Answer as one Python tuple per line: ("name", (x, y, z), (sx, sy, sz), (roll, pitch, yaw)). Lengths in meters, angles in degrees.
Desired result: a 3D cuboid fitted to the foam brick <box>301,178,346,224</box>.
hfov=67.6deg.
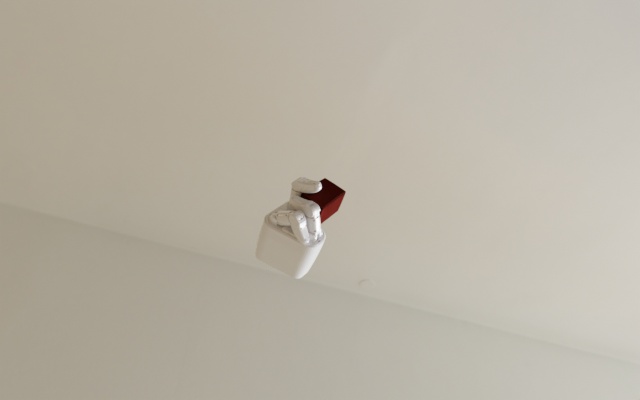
("foam brick", (0.000, 0.003, 0.899), (0.053, 0.051, 0.078), (36, 43, 19))
